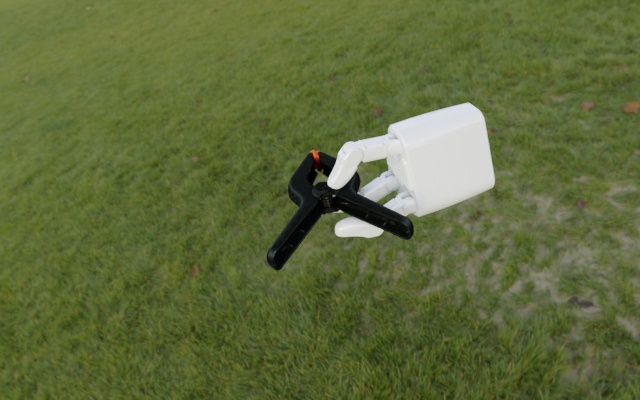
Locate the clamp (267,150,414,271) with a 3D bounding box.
[{"bbox_3d":[0.000,0.001,0.593,0.164,0.036,0.209,-16,36,-7],"label":"clamp"}]
